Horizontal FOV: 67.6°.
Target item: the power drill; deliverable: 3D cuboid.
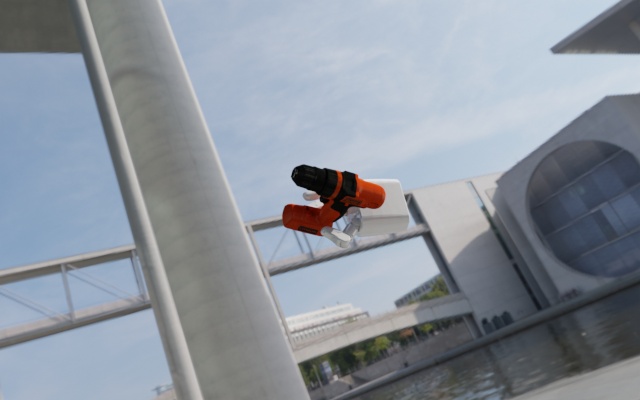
[{"bbox_3d":[0.000,0.003,0.893,0.184,0.057,0.188,17,-30,-25],"label":"power drill"}]
